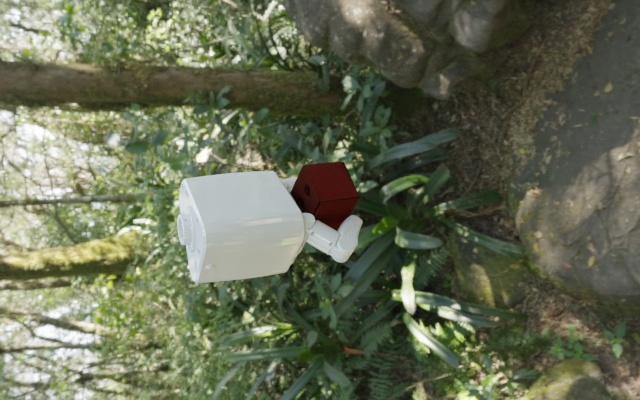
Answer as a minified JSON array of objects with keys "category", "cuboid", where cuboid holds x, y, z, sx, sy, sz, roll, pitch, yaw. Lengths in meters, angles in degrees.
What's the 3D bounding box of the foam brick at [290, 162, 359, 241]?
[{"category":"foam brick","cuboid":[0.000,0.002,0.539,0.051,0.053,0.078,-5,-36,-27]}]
